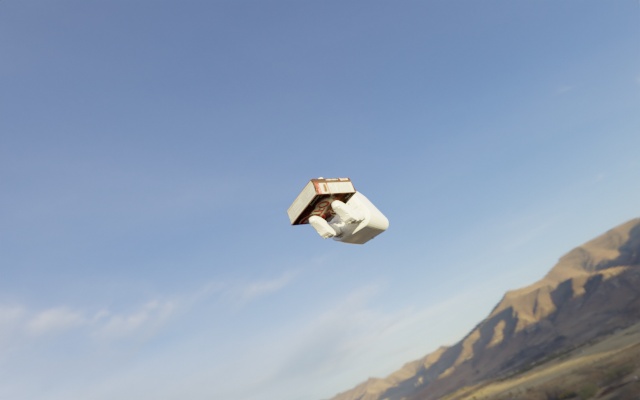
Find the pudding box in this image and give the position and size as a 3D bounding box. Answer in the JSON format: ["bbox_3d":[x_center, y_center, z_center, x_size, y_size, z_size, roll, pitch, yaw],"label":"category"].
[{"bbox_3d":[0.000,0.003,0.897,0.090,0.039,0.113,-5,-32,-34],"label":"pudding box"}]
